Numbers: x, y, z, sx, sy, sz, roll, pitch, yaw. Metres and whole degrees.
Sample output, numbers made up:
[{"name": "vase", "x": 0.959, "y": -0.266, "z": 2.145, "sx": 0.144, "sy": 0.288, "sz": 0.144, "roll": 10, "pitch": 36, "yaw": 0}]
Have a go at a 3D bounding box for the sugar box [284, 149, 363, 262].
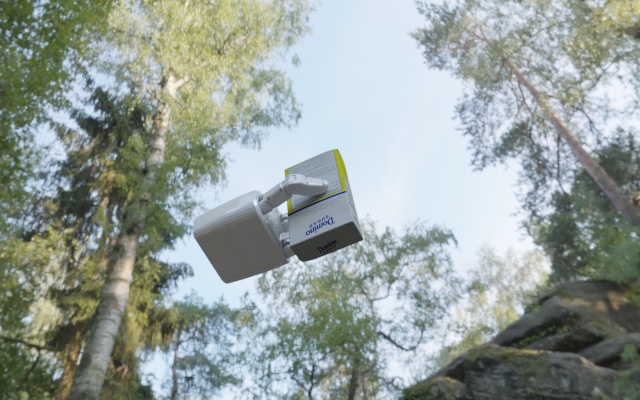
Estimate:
[{"name": "sugar box", "x": 0.000, "y": 0.003, "z": 0.686, "sx": 0.093, "sy": 0.048, "sz": 0.176, "roll": -22, "pitch": 40, "yaw": 11}]
